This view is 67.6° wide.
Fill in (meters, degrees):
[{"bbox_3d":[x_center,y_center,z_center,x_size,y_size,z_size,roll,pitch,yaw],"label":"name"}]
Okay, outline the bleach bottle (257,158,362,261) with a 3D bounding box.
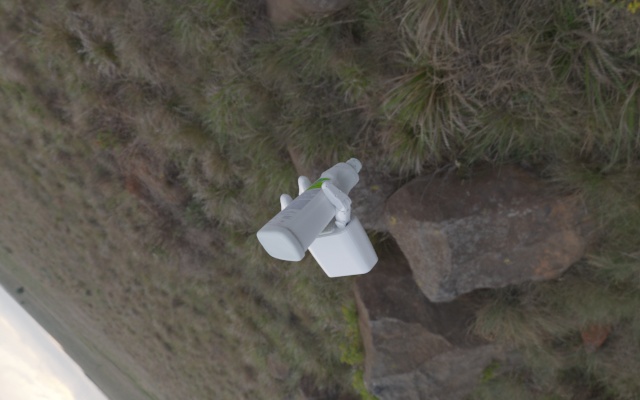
[{"bbox_3d":[0.000,0.003,0.878,0.102,0.068,0.250,-2,36,50],"label":"bleach bottle"}]
